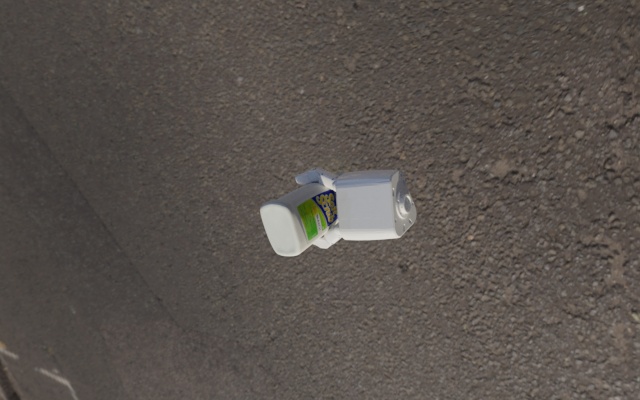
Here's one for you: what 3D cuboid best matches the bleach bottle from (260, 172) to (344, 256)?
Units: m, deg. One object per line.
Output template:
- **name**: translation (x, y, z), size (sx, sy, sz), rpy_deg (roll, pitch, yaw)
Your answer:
- **bleach bottle**: translation (0.000, 0.003, 0.873), size (0.068, 0.102, 0.250), rpy_deg (-4, 20, 37)
